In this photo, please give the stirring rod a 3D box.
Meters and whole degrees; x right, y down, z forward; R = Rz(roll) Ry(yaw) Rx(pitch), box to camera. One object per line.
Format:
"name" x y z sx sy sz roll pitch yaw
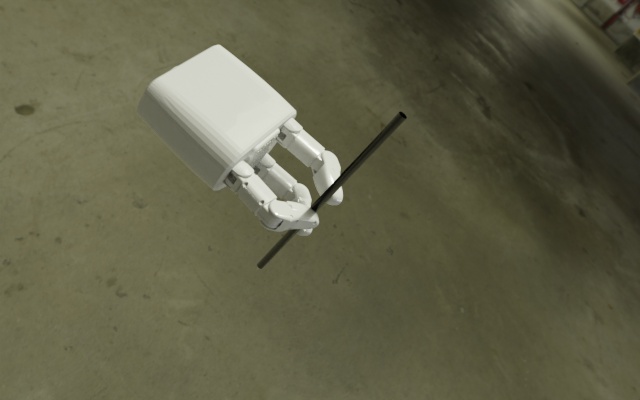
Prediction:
"stirring rod" 0.000 0.002 0.458 0.011 0.011 0.240 0 -36 -43
